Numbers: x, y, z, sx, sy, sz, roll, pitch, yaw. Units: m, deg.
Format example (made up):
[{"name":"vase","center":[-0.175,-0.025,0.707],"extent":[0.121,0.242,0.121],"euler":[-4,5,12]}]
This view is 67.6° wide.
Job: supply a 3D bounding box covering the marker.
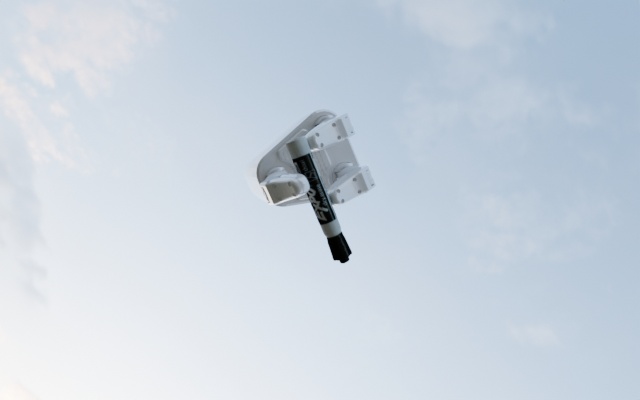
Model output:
[{"name":"marker","center":[0.000,0.001,0.428],"extent":[0.020,0.121,0.020],"euler":[-21,11,4]}]
